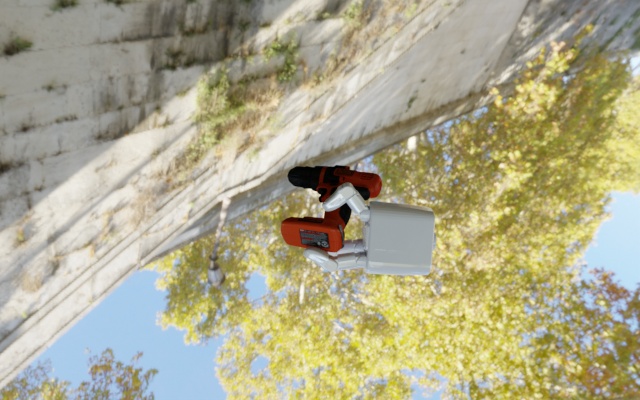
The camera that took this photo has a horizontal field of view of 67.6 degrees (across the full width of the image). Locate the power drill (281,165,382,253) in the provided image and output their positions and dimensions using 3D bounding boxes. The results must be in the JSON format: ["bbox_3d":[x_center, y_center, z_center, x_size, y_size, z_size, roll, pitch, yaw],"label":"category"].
[{"bbox_3d":[0.000,0.003,0.845,0.184,0.057,0.187,6,41,21],"label":"power drill"}]
